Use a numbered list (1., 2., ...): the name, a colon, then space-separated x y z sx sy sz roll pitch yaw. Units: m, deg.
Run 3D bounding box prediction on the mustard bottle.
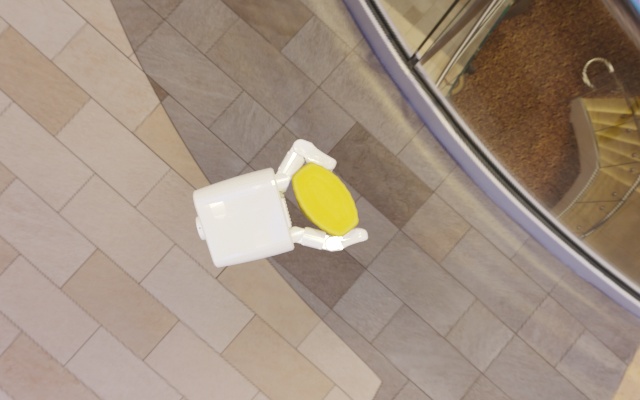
1. mustard bottle: 0.000 0.002 0.655 0.058 0.096 0.191 -40 1 -4
